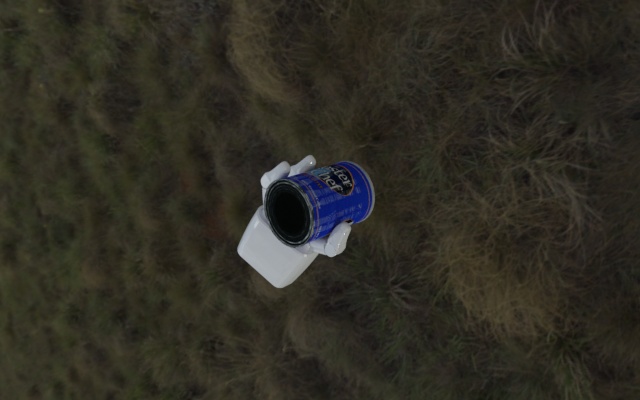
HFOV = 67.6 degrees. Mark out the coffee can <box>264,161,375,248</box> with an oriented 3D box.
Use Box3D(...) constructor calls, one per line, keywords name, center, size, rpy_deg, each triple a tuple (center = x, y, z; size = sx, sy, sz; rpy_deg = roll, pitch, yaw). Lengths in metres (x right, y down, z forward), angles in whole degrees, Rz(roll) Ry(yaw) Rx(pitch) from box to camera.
Box3D(name="coffee can", center=(0.000, 0.002, 0.724), size=(0.103, 0.103, 0.140), rpy_deg=(0, 13, 44))
